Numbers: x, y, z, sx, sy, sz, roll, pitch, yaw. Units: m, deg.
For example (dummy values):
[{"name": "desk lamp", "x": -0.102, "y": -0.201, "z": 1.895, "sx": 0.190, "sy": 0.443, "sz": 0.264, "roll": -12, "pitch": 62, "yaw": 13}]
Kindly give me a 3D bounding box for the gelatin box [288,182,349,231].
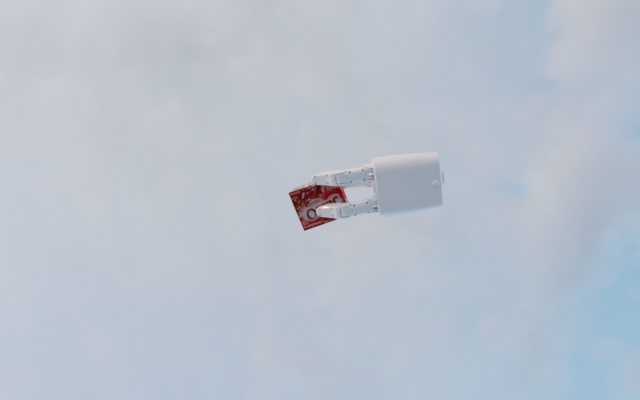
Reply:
[{"name": "gelatin box", "x": 0.000, "y": 0.003, "z": 0.811, "sx": 0.089, "sy": 0.073, "sz": 0.030, "roll": -19, "pitch": 13, "yaw": 13}]
